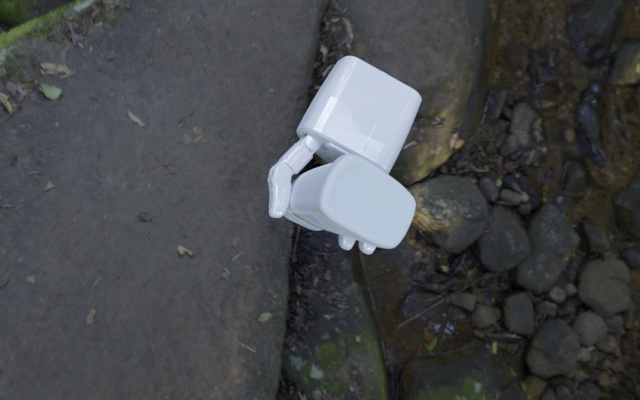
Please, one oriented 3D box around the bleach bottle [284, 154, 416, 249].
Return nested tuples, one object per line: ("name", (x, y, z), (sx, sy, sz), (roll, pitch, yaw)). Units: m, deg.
("bleach bottle", (0.000, 0.002, 0.555), (0.102, 0.068, 0.251), (31, -11, -20))
